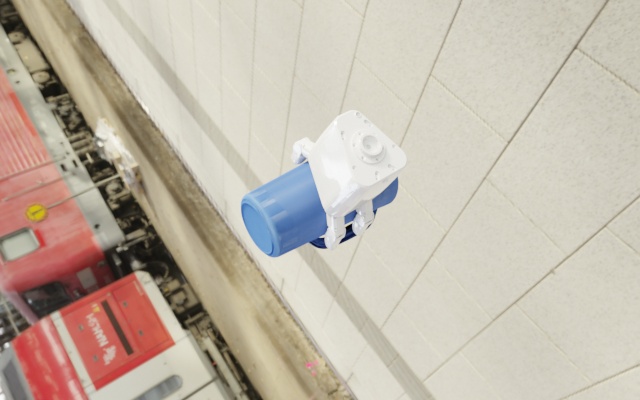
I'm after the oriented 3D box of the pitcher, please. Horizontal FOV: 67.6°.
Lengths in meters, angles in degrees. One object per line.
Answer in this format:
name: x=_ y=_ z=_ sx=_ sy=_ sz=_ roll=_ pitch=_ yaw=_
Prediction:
pitcher: x=0.000 y=0.002 z=0.780 sx=0.243 sy=0.149 sz=0.145 roll=-27 pitch=-9 yaw=-27
